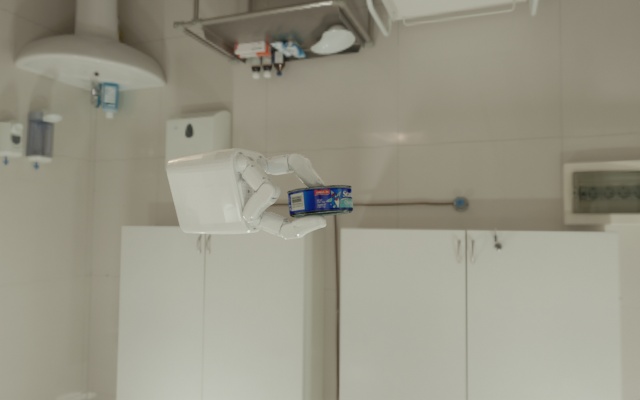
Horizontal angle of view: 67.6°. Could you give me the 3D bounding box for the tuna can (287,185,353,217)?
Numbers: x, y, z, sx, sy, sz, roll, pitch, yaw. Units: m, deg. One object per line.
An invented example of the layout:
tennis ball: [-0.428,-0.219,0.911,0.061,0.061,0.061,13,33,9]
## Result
tuna can: [0.000,0.003,0.629,0.086,0.033,0.086,-5,-5,0]
